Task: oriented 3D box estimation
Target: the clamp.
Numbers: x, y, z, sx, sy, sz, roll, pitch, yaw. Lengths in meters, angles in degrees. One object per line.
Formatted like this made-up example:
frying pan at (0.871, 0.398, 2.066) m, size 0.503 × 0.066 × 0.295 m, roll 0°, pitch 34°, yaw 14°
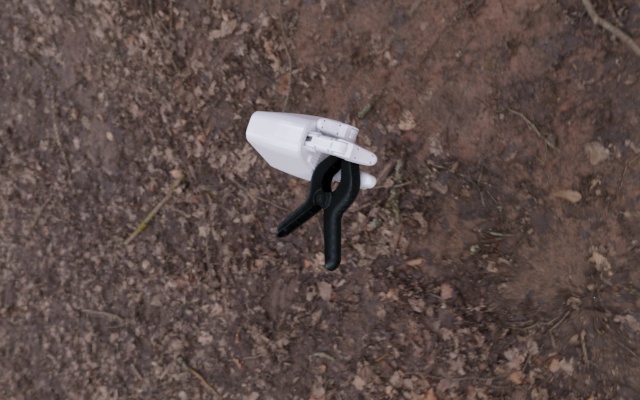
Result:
clamp at (0.000, 0.002, 0.679) m, size 0.120 × 0.171 × 0.039 m, roll 18°, pitch -1°, yaw 31°
